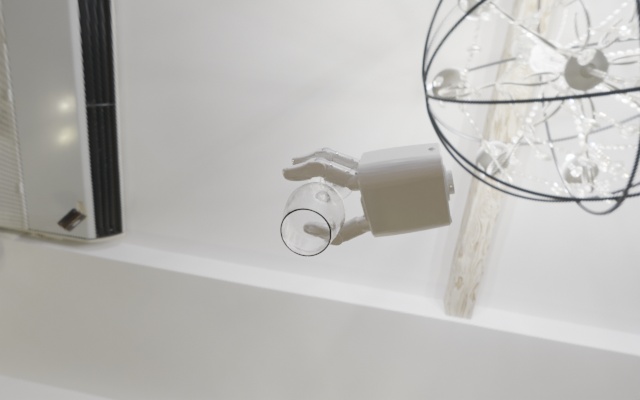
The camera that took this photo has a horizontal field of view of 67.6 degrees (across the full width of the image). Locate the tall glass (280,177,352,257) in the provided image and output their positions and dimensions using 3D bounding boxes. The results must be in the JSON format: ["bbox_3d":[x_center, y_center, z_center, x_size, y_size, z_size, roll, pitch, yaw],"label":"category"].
[{"bbox_3d":[0.000,0.002,0.646,0.079,0.079,0.201,0,21,11],"label":"tall glass"}]
